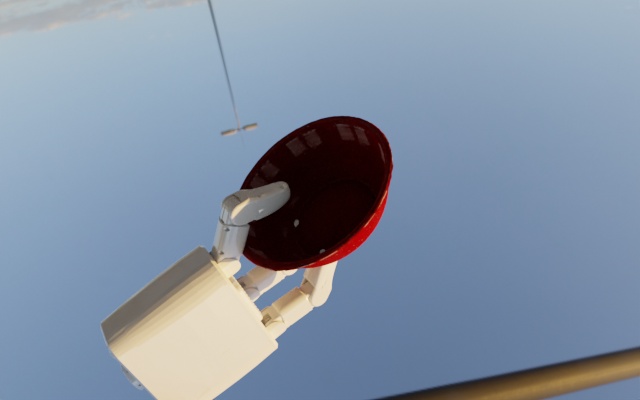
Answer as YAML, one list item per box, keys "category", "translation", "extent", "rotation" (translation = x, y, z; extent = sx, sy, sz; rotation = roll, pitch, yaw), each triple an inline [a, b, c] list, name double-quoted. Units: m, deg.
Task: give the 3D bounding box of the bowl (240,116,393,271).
- category: "bowl"
  translation: [0.001, 0.001, 0.435]
  extent: [0.162, 0.162, 0.055]
  rotation: [0, -32, 36]
